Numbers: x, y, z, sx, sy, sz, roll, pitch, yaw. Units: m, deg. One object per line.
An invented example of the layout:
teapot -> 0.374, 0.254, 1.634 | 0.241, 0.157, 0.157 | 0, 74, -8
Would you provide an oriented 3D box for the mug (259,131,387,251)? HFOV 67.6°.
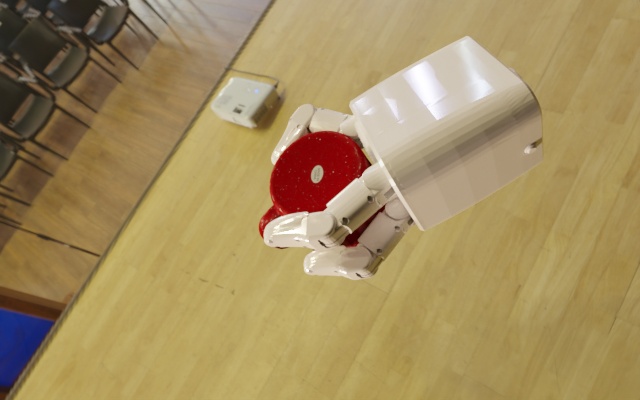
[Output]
mug -> -0.001, 0.002, 0.400 | 0.117, 0.093, 0.081 | -30, -34, 9
